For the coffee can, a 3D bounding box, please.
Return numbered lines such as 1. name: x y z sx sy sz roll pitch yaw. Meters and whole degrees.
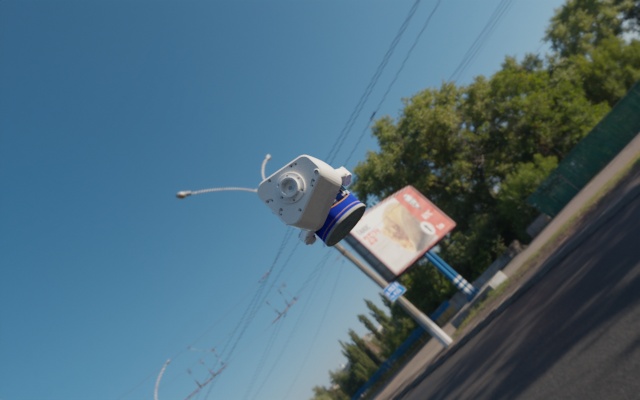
1. coffee can: 0.000 0.003 0.900 0.140 0.103 0.103 43 16 18
